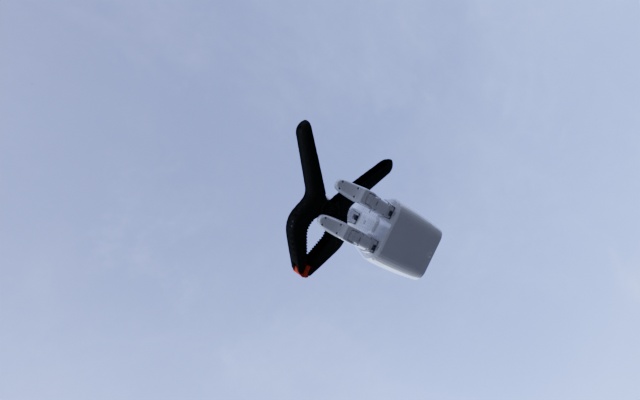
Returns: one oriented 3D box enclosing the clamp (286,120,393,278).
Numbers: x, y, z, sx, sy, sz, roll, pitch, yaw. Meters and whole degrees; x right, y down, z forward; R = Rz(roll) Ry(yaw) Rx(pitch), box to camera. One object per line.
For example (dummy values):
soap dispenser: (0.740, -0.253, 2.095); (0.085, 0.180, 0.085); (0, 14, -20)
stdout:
clamp: (0.000, 0.003, 0.668); (0.164, 0.210, 0.036); (28, -3, -29)
